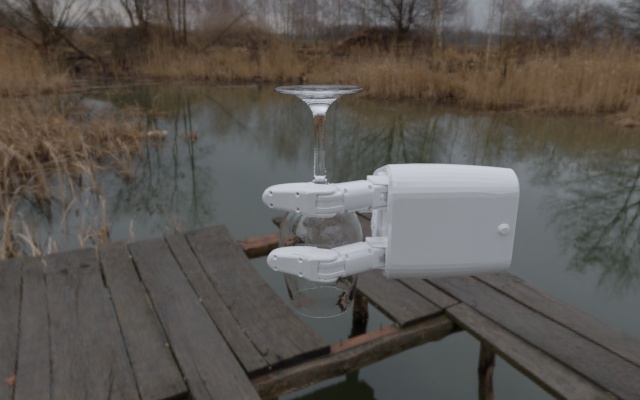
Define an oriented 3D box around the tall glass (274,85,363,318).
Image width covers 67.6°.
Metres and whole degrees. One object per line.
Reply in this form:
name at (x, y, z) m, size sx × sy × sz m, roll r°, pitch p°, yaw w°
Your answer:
tall glass at (0.000, 0.001, 0.428) m, size 0.079 × 0.201 × 0.079 m, roll 0°, pitch 17°, yaw 0°
